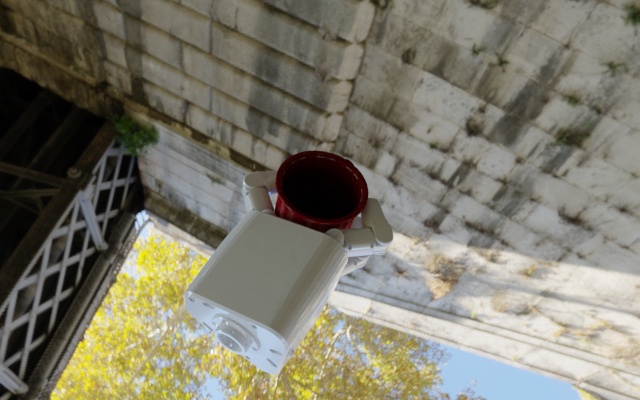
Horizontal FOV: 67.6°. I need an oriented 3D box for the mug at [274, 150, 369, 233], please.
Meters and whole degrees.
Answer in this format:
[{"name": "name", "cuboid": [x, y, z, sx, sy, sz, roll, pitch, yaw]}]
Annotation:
[{"name": "mug", "cuboid": [0.001, 0.001, 0.505, 0.093, 0.117, 0.082, 30, -39, 10]}]
